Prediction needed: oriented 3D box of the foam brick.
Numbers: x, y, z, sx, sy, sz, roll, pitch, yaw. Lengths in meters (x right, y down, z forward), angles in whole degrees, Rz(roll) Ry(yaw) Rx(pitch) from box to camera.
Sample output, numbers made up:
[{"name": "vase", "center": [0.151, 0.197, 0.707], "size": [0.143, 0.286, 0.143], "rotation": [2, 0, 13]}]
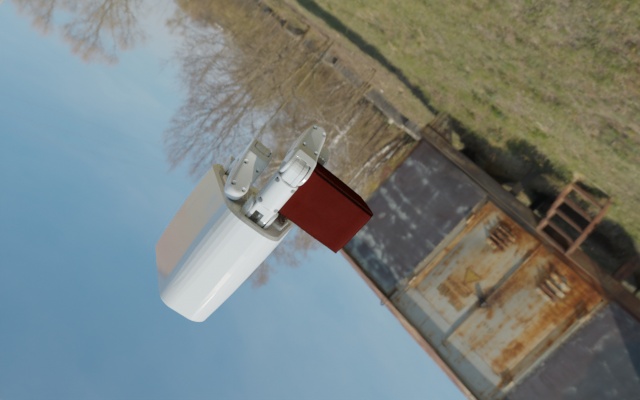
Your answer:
[{"name": "foam brick", "center": [0.000, 0.002, 0.449], "size": [0.078, 0.051, 0.053], "rotation": [37, 10, -16]}]
